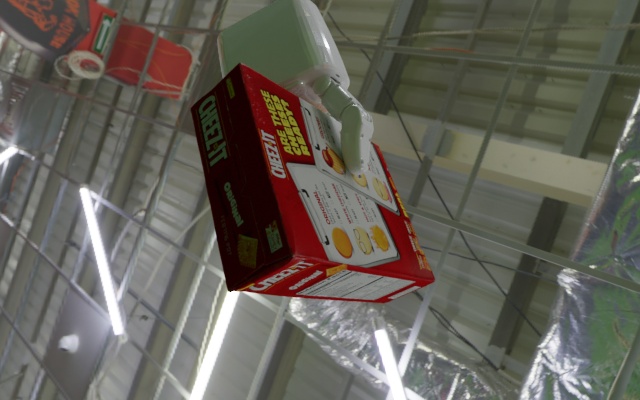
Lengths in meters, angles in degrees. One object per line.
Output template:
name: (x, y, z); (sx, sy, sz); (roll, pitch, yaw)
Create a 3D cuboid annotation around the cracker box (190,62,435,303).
cracker box: (0.000, 0.001, 0.419); (0.072, 0.164, 0.214); (-33, -29, 27)
